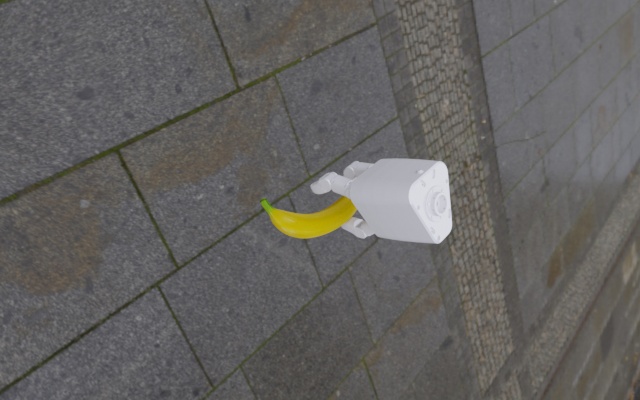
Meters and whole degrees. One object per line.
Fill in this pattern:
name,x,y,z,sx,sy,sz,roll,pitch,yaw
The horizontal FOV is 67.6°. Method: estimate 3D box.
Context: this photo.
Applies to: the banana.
banana,-0.001,0.021,0.752,0.198,0.069,0.037,-7,5,-39
